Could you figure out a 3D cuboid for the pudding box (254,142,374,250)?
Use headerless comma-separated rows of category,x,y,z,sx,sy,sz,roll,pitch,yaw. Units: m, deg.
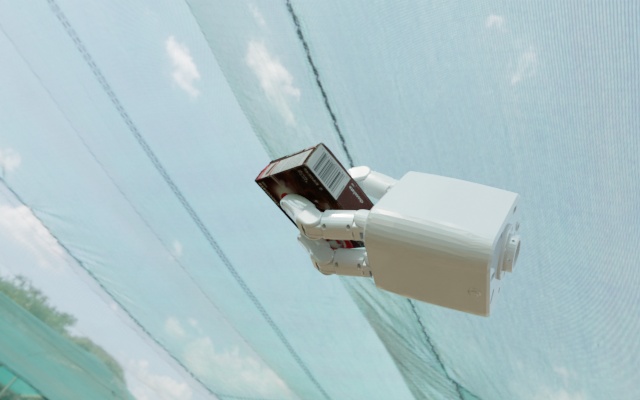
pudding box,0.000,0.001,0.485,0.090,0.113,0.039,-13,32,50
